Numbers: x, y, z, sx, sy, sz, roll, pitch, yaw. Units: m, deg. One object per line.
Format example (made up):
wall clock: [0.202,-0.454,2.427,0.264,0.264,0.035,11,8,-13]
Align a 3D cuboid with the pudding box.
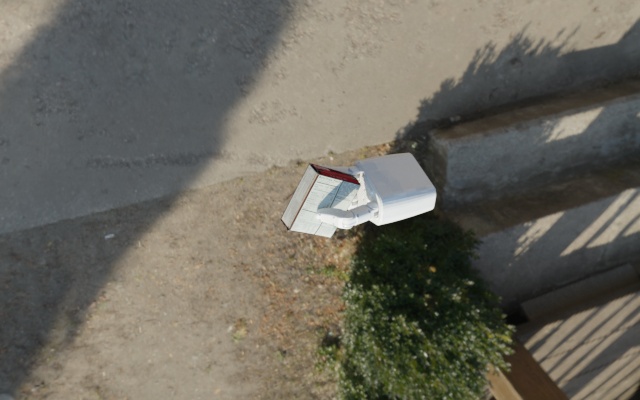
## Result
pudding box: [0.000,0.003,0.769,0.090,0.113,0.039,13,24,-36]
